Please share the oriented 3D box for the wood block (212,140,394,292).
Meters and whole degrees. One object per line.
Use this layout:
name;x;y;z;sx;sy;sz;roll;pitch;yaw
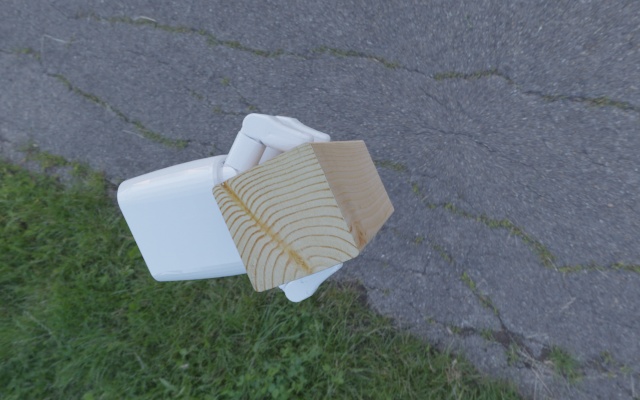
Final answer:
wood block;0.000;0.002;0.446;0.090;0.091;0.206;-23;1;17
